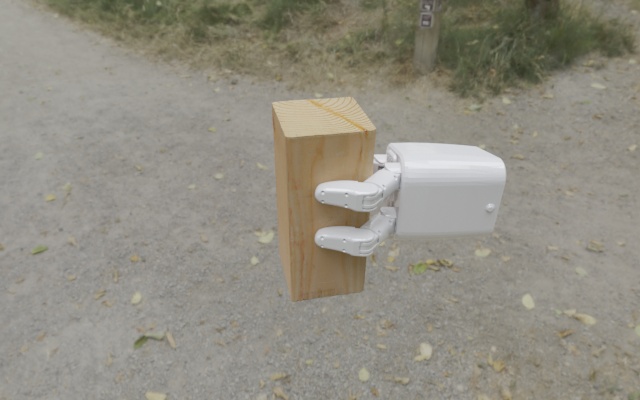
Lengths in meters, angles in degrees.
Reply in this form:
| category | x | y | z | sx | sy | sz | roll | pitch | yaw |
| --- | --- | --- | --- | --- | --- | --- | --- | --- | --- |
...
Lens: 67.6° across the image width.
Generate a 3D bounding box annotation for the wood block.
| category | x | y | z | sx | sy | sz | roll | pitch | yaw |
| --- | --- | --- | --- | --- | --- | --- | --- | --- | --- |
| wood block | 0.000 | 0.001 | 0.529 | 0.090 | 0.206 | 0.090 | -6 | 34 | -11 |
